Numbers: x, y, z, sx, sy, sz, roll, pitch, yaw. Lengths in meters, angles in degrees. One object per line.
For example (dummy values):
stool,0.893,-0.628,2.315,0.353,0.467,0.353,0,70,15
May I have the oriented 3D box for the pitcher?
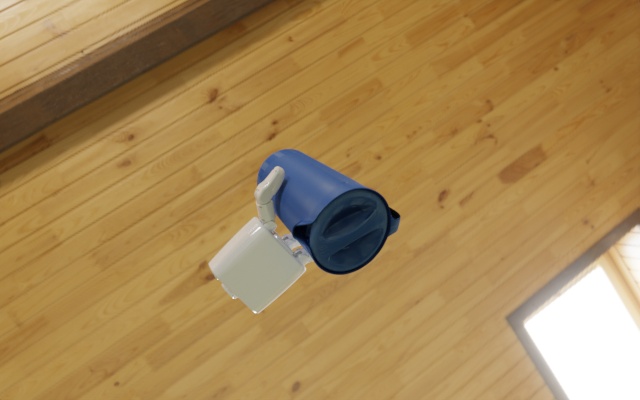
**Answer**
pitcher,0.000,0.003,0.757,0.149,0.145,0.242,49,-6,-36
